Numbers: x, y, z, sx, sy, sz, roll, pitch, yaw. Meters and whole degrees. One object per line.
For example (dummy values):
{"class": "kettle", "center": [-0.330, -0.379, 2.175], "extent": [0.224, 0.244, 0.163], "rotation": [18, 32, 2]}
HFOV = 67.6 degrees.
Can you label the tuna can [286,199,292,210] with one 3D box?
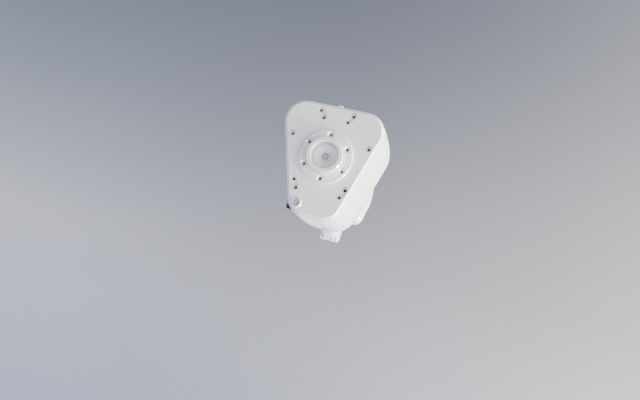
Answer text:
{"class": "tuna can", "center": [0.000, 0.003, 0.609], "extent": [0.086, 0.034, 0.086], "rotation": [11, -3, 1]}
